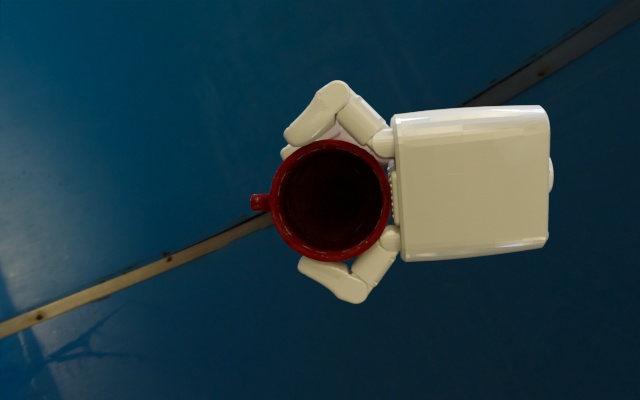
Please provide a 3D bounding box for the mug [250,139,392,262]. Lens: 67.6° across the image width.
[{"bbox_3d":[-0.001,0.001,0.401,0.117,0.093,0.081,-4,-1,7],"label":"mug"}]
